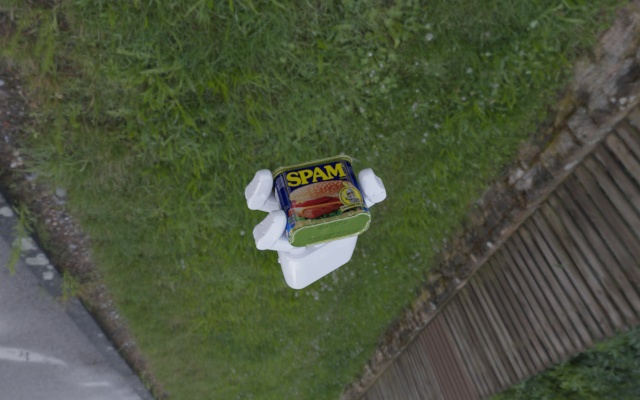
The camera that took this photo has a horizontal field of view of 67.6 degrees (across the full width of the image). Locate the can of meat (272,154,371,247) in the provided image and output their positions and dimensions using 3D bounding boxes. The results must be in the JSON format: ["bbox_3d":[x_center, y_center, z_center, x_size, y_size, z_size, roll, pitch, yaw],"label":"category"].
[{"bbox_3d":[0.000,0.002,0.559,0.102,0.084,0.057,-12,-30,-11],"label":"can of meat"}]
